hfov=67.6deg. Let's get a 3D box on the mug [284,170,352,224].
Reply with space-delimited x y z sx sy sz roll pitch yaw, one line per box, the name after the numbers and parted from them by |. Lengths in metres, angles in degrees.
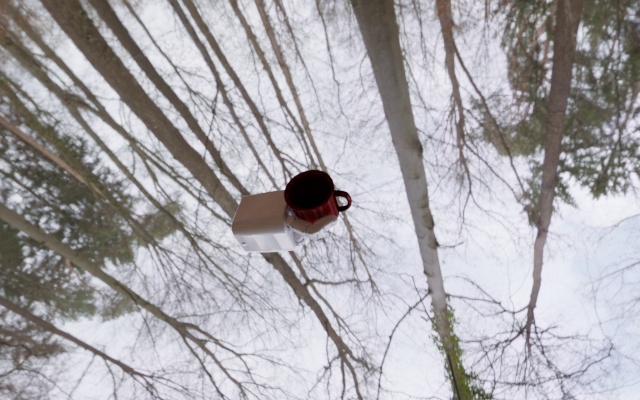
0.002 0.003 0.878 0.117 0.093 0.082 -5 -37 13 | mug
